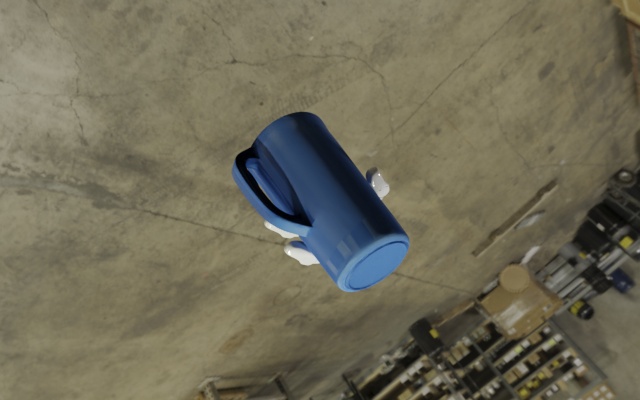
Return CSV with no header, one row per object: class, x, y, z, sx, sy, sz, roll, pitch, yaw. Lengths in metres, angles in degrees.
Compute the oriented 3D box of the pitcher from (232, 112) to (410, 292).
pitcher,0.000,0.002,0.645,0.149,0.242,0.145,-37,-32,0
